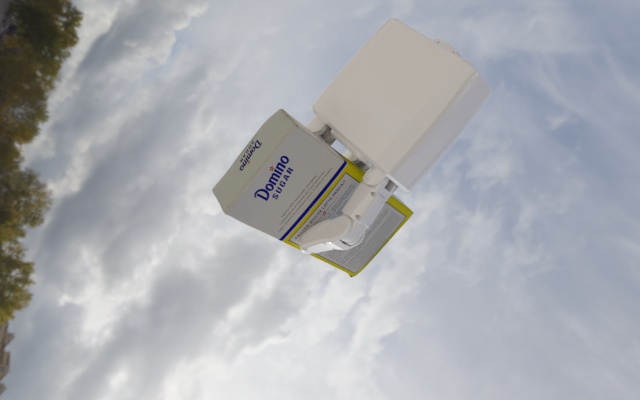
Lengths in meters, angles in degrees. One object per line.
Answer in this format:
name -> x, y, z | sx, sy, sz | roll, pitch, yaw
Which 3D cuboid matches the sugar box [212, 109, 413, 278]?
sugar box -> 0.000, 0.001, 0.436 | 0.176, 0.093, 0.048 | 34, 11, -40
